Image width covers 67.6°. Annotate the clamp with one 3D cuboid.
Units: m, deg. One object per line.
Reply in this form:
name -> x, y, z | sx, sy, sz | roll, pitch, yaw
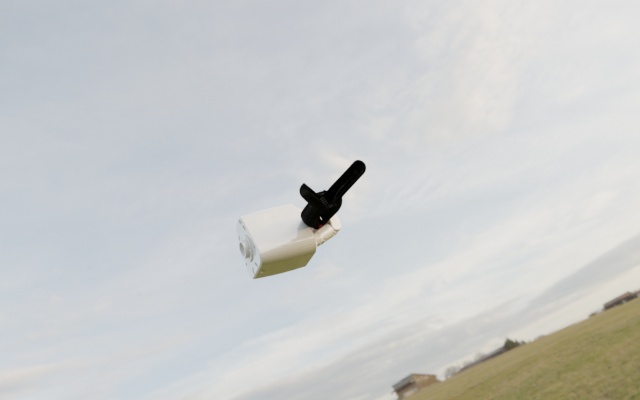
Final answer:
clamp -> 0.000, 0.002, 0.793 | 0.120, 0.039, 0.172 | -15, -29, -30
